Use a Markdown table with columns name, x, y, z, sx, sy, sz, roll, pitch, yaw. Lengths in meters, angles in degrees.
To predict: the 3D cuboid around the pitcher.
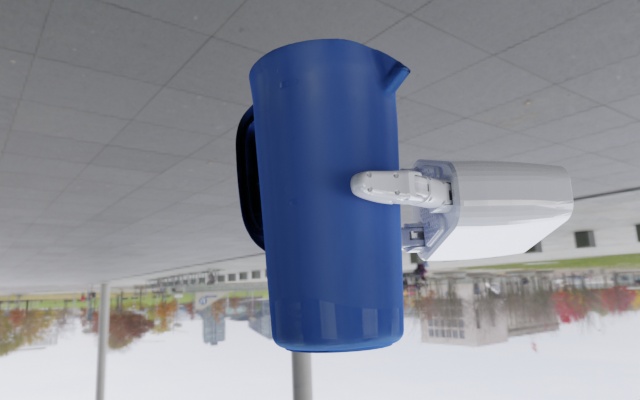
| name | x | y | z | sx | sy | sz | roll | pitch | yaw |
| --- | --- | --- | --- | --- | --- | --- | --- | --- | --- |
| pitcher | 0.000 | 0.001 | 0.418 | 0.145 | 0.242 | 0.149 | -1 | -11 | -10 |
